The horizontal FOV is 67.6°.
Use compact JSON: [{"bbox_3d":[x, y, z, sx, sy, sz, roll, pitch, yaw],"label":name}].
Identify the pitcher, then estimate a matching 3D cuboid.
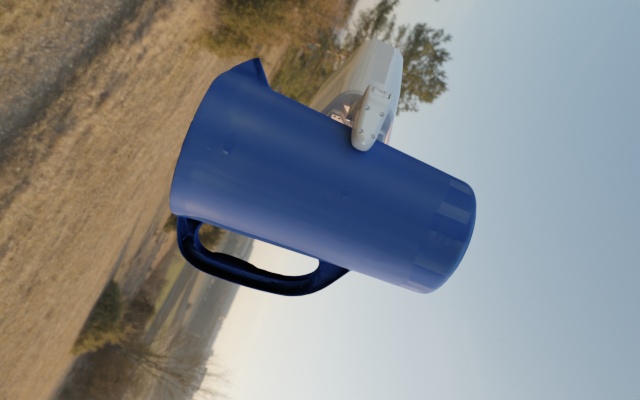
[{"bbox_3d":[0.000,0.001,0.421,0.243,0.145,0.149,22,-41,-4],"label":"pitcher"}]
